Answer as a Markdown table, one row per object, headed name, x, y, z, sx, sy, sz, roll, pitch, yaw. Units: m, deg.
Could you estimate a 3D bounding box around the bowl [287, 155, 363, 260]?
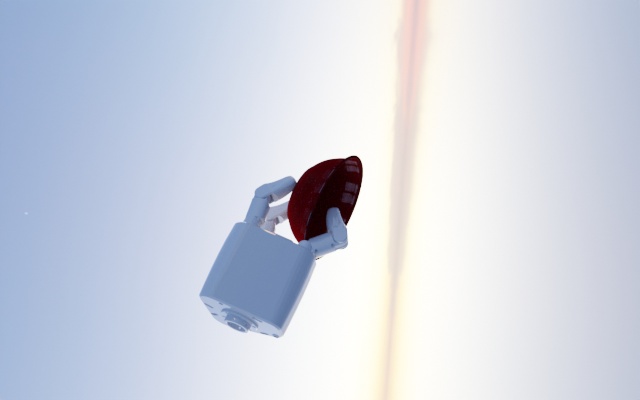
| name | x | y | z | sx | sy | sz | roll | pitch | yaw |
| --- | --- | --- | --- | --- | --- | --- | --- | --- | --- |
| bowl | 0.000 | 0.001 | 0.683 | 0.055 | 0.162 | 0.162 | 25 | 10 | 22 |
